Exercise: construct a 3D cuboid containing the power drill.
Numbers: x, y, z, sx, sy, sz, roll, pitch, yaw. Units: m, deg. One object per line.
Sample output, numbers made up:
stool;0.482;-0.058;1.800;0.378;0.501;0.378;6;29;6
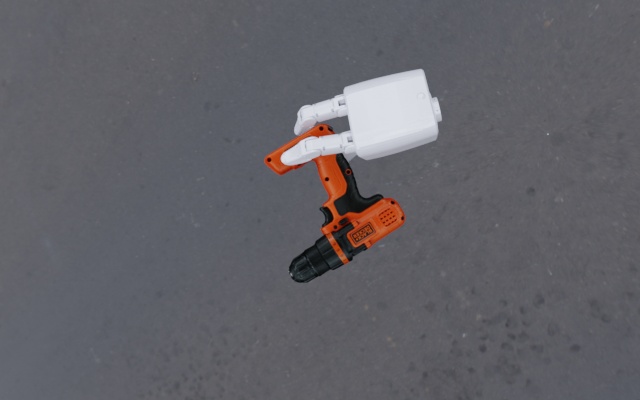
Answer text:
power drill;0.000;0.002;0.677;0.184;0.187;0.057;-32;2;-1
